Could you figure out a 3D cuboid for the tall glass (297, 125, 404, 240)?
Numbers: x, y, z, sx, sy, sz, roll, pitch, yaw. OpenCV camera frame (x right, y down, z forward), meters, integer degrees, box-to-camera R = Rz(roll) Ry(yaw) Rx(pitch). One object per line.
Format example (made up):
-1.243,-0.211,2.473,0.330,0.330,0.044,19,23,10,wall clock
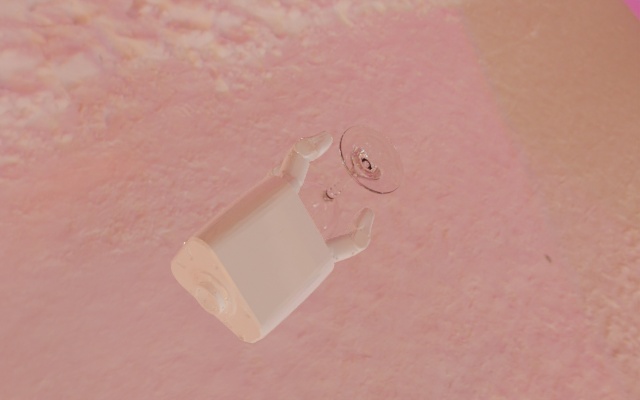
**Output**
0.001,0.001,0.531,0.079,0.079,0.201,0,-25,-33,tall glass
